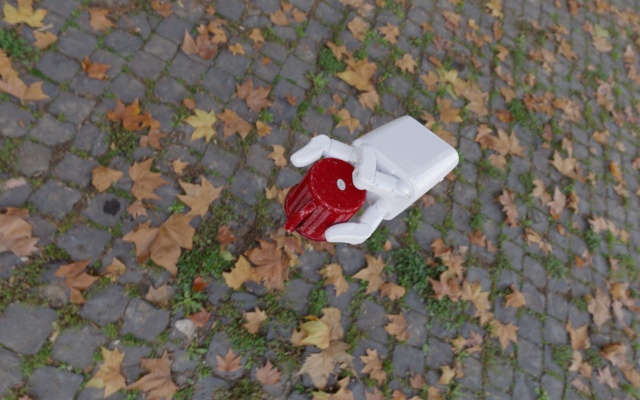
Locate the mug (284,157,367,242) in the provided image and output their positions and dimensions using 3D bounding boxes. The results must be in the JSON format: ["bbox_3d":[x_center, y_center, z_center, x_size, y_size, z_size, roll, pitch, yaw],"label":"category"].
[{"bbox_3d":[-0.001,0.003,0.619,0.117,0.093,0.081,-32,-10,-34],"label":"mug"}]
